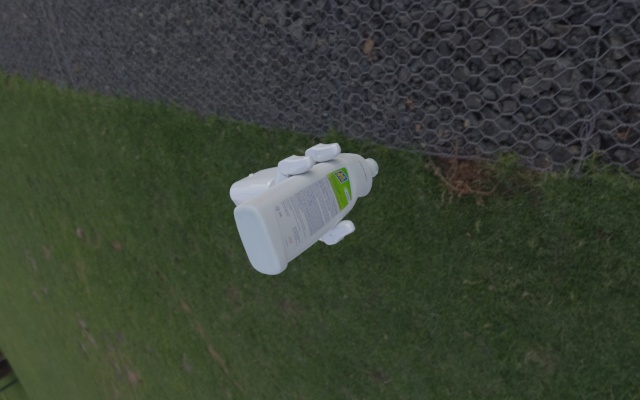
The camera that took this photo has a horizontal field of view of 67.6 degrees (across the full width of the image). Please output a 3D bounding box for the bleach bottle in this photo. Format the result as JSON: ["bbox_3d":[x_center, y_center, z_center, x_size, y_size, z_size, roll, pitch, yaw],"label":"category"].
[{"bbox_3d":[0.000,0.002,0.682,0.068,0.102,0.250,-2,21,47],"label":"bleach bottle"}]
